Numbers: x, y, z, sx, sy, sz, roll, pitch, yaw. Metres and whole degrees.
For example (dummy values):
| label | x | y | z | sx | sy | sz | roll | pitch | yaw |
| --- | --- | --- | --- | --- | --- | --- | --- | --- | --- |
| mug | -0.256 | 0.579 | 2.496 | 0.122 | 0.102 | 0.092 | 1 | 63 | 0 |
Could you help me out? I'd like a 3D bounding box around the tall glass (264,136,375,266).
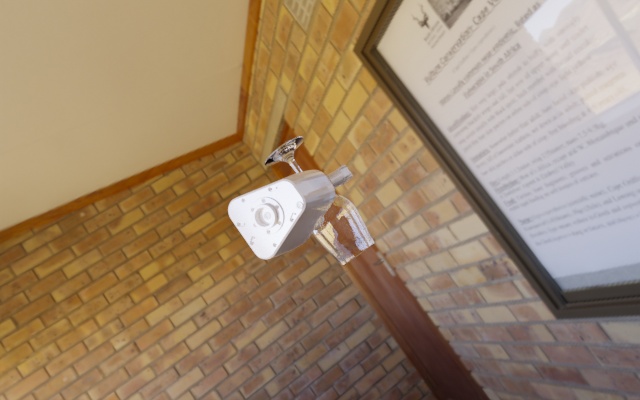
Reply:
| label | x | y | z | sx | sy | sz | roll | pitch | yaw |
| --- | --- | --- | --- | --- | --- | --- | --- | --- | --- |
| tall glass | 0.000 | 0.002 | 0.739 | 0.079 | 0.201 | 0.079 | -36 | -6 | -4 |
